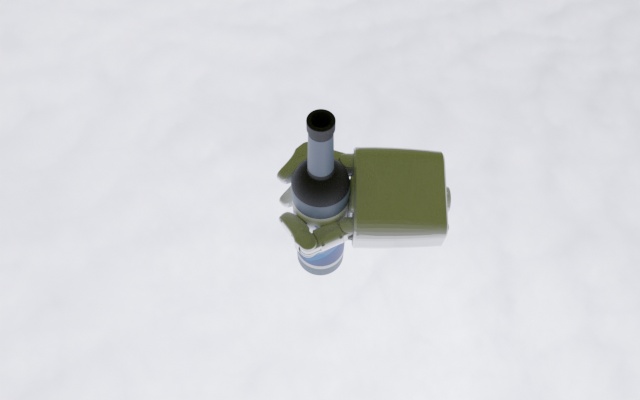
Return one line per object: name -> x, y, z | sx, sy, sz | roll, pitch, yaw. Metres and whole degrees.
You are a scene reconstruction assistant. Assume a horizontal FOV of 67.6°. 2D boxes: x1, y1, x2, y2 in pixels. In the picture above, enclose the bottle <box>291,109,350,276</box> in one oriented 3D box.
bottle -> 0.000, 0.002, 0.562 | 0.069, 0.069, 0.296 | 0, -31, 0
